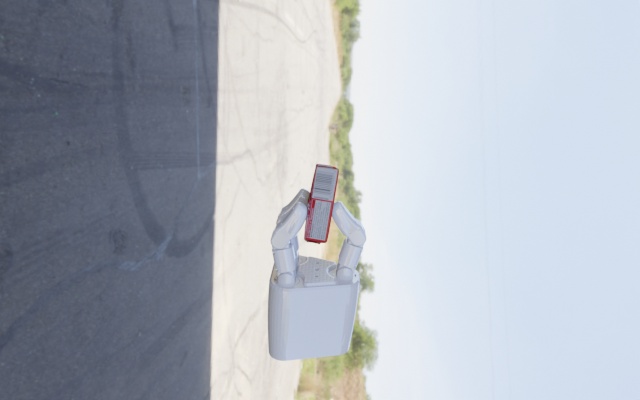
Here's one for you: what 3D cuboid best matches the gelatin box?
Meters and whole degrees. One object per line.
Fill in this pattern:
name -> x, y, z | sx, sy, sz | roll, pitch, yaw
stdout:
gelatin box -> 0.001, 0.002, 0.574 | 0.030, 0.089, 0.073 | 9, 6, -1
